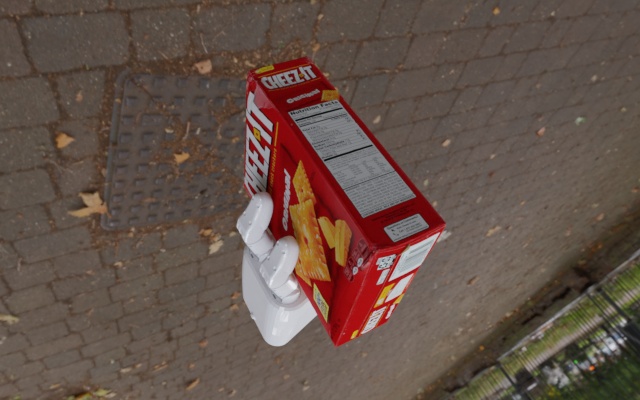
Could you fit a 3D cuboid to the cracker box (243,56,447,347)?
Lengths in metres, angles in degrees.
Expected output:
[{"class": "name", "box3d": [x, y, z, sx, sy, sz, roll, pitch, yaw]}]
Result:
[{"class": "cracker box", "box3d": [0.000, 0.002, 0.441, 0.072, 0.213, 0.164, -20, -32, -25]}]
